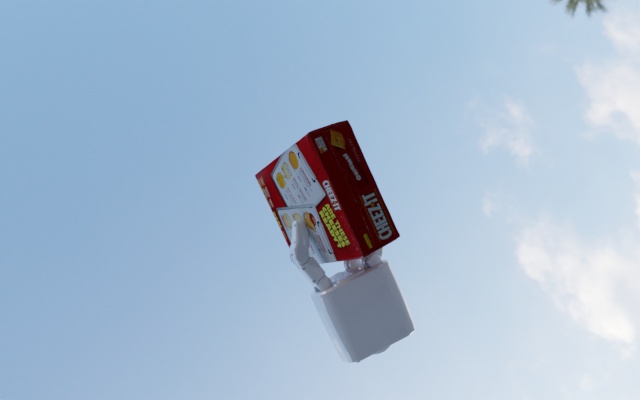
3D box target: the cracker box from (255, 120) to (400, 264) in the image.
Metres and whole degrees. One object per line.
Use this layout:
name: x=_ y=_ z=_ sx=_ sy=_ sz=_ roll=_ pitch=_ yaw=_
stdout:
cracker box: x=0.000 y=0.002 z=0.668 sx=0.072 sy=0.164 sz=0.214 roll=-25 pitch=1 yaw=-27
